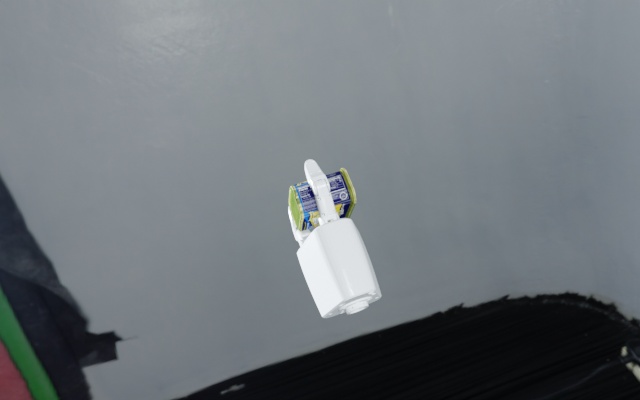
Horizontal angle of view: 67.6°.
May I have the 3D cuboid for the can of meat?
[{"bbox_3d":[0.000,0.002,0.712,0.084,0.057,0.102,-17,-18,-11],"label":"can of meat"}]
